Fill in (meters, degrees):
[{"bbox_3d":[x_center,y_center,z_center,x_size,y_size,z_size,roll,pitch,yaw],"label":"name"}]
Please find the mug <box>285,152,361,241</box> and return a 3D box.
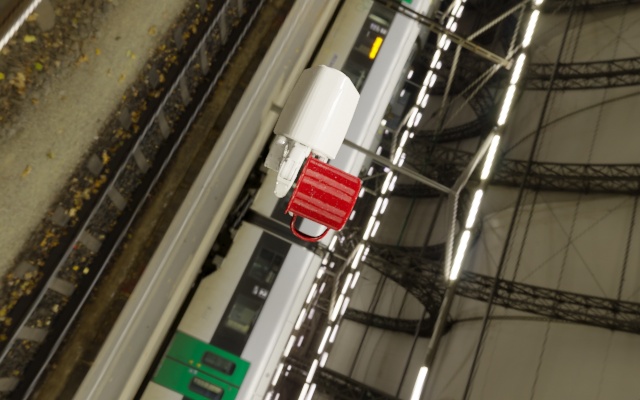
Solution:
[{"bbox_3d":[0.000,0.004,0.668,0.081,0.117,0.093,24,3,-3],"label":"mug"}]
